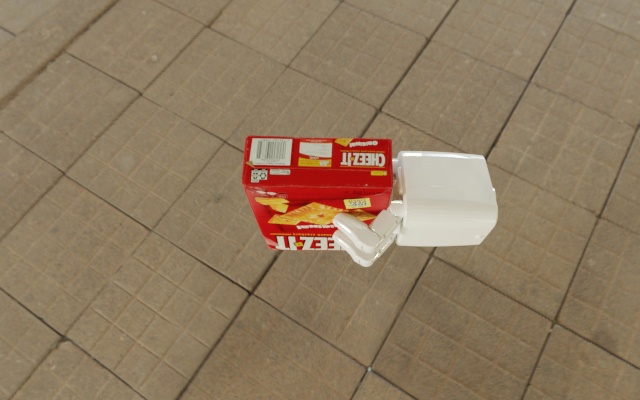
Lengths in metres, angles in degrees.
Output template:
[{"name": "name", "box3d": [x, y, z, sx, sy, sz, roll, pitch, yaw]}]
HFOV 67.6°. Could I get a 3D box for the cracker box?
[{"name": "cracker box", "box3d": [0.000, 0.002, 0.607, 0.164, 0.072, 0.214, 1, -25, 2]}]
